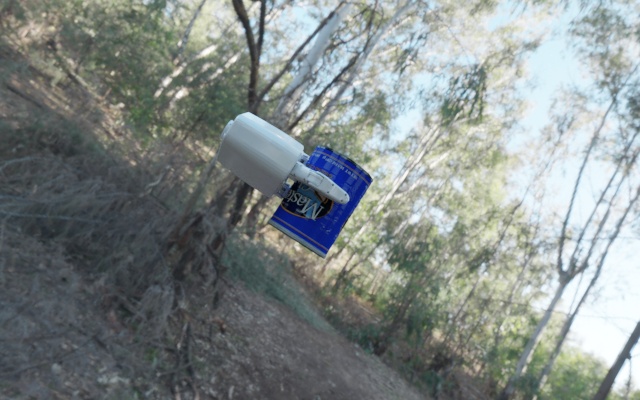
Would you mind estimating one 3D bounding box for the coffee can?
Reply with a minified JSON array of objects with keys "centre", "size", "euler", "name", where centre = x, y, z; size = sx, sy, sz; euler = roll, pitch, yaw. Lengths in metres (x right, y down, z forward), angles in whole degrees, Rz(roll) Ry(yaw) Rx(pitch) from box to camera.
[{"centre":[0.000,0.003,0.723],"size":[0.103,0.140,0.103],"euler":[32,-6,4],"name":"coffee can"}]
